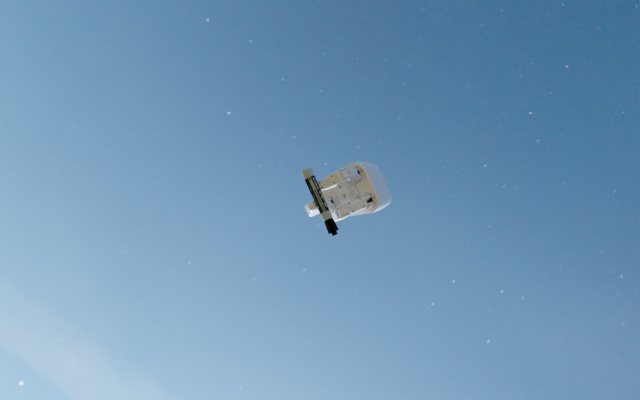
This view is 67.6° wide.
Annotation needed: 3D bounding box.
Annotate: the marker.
[{"bbox_3d":[0.000,0.003,0.802,0.020,0.121,0.020,-24,-6,-3],"label":"marker"}]
